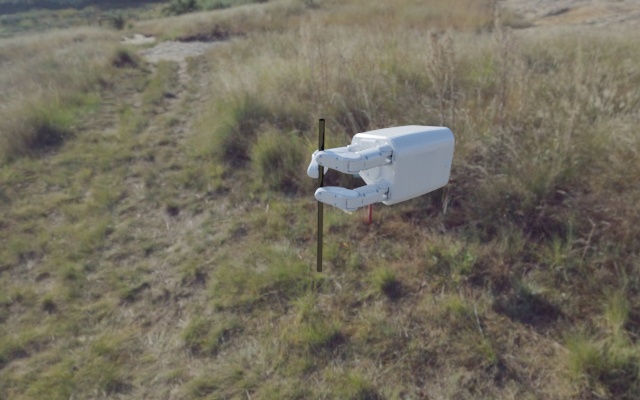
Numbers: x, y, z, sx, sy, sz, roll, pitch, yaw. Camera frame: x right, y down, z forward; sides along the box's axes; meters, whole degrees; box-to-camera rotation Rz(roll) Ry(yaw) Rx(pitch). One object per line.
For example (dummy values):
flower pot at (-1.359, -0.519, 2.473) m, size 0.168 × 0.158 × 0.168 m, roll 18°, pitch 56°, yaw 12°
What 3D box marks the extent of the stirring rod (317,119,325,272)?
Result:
stirring rod at (0.000, 0.002, 0.663) m, size 0.011 × 0.240 × 0.011 m, roll 1°, pitch 30°, yaw 0°
